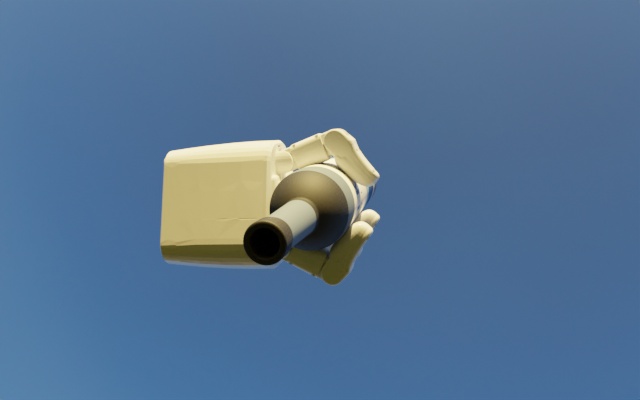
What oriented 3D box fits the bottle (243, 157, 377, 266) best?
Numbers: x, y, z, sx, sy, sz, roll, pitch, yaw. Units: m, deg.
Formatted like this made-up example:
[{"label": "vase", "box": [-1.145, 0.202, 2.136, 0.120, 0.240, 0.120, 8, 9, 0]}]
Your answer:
[{"label": "bottle", "box": [0.000, 0.001, 0.420, 0.069, 0.069, 0.295, 0, 9, 13]}]
